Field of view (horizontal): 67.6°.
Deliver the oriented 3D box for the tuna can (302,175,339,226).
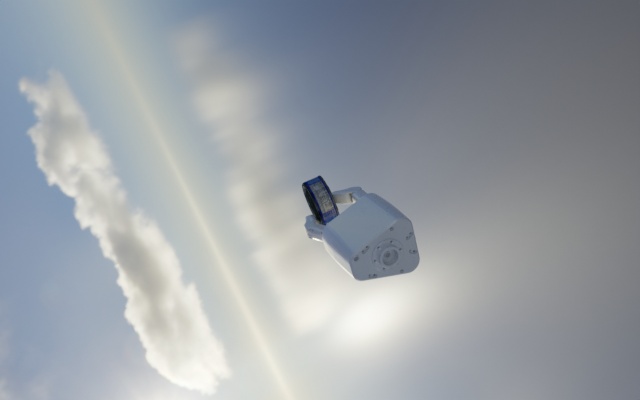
[{"bbox_3d":[0.000,0.003,0.812,0.034,0.086,0.086,-24,4,-9],"label":"tuna can"}]
